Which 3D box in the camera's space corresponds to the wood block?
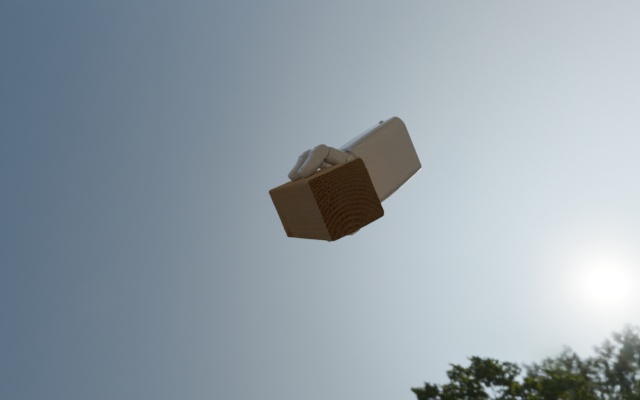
[{"bbox_3d":[0.001,0.003,0.739,0.090,0.091,0.206,-25,6,-20],"label":"wood block"}]
